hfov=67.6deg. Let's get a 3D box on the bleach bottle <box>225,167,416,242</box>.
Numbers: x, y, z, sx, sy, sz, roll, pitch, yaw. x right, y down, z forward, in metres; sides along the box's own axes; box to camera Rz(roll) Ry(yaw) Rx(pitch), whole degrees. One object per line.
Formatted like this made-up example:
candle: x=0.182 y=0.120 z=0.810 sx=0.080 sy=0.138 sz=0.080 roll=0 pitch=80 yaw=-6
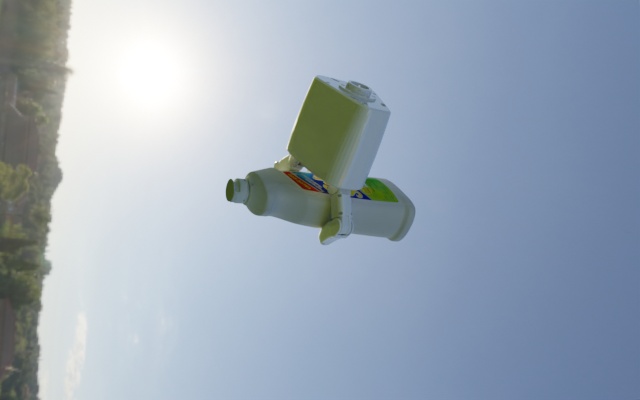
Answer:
bleach bottle: x=0.000 y=0.002 z=0.635 sx=0.251 sy=0.068 sz=0.102 roll=5 pitch=31 yaw=-32
